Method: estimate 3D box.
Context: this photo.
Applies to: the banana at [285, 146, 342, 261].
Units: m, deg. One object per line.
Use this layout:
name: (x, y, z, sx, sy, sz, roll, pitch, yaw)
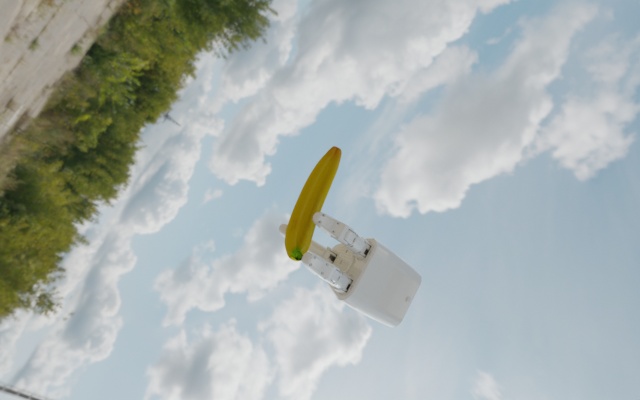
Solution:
banana: (-0.012, 0.011, 0.673, 0.037, 0.197, 0.070, 33, -37, -23)
